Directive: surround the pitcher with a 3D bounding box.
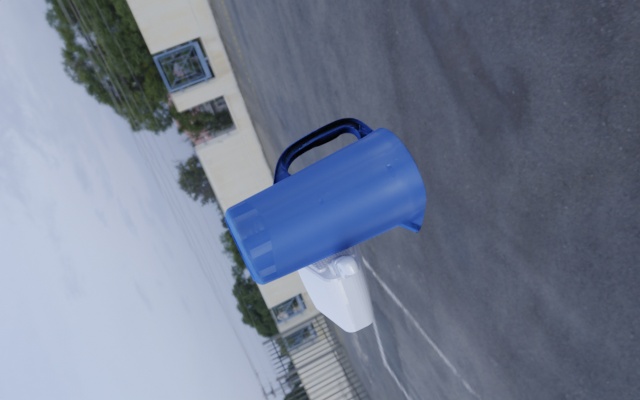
[{"bbox_3d":[0.000,0.002,0.628,0.243,0.145,0.149,-25,29,-10],"label":"pitcher"}]
